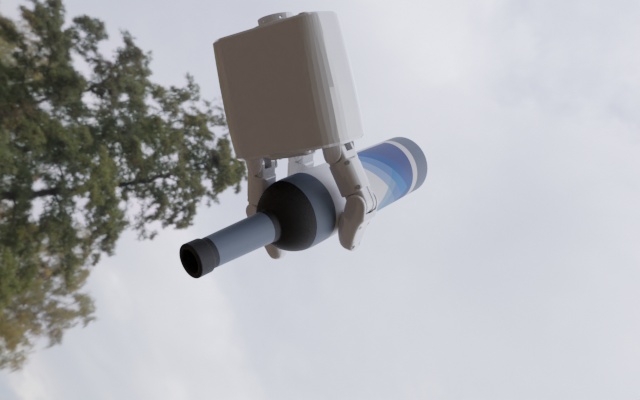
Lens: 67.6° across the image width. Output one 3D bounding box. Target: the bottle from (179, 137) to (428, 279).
[{"bbox_3d":[0.000,0.001,0.449,0.069,0.069,0.295,0,17,42],"label":"bottle"}]
